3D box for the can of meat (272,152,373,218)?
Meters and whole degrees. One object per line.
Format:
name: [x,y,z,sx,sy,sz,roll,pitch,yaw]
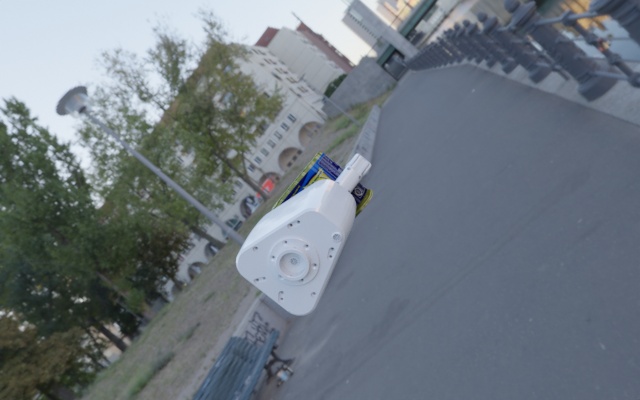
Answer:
can of meat: [0.000,0.002,0.591,0.084,0.102,0.057,39,19,-4]
